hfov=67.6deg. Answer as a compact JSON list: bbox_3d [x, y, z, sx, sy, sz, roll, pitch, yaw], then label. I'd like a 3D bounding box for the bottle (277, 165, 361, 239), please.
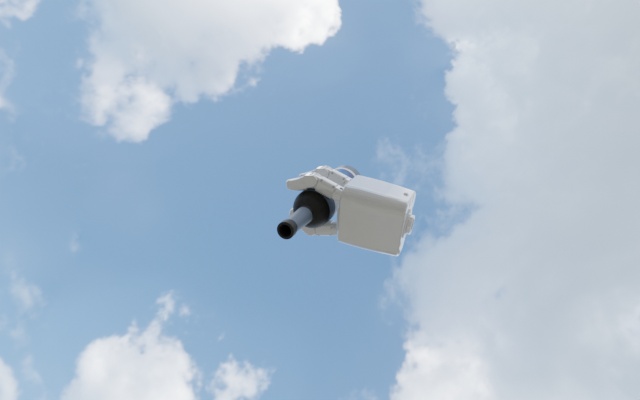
[{"bbox_3d":[0.000,0.003,0.824,0.069,0.069,0.295,0,16,21],"label":"bottle"}]
